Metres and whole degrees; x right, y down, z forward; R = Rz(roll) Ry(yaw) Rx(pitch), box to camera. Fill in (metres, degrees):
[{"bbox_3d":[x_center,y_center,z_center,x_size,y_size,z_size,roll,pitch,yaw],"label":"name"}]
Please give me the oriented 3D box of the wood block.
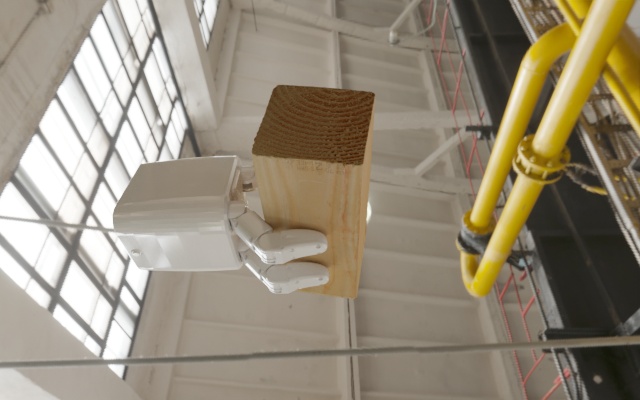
[{"bbox_3d":[0.000,0.001,0.463,0.090,0.090,0.206,6,-39,7],"label":"wood block"}]
